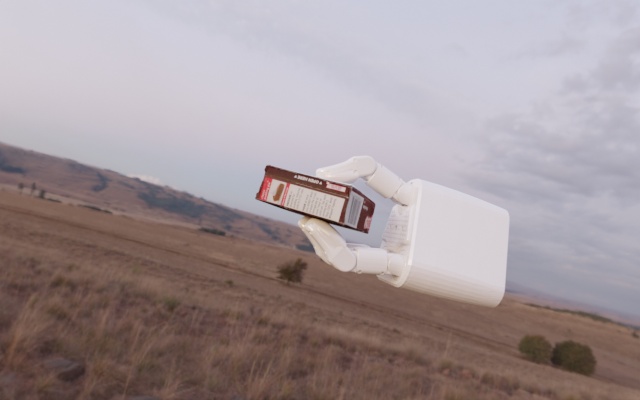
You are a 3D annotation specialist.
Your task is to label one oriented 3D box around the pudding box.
[{"bbox_3d":[0.000,0.001,0.477,0.090,0.039,0.113,15,-5,18],"label":"pudding box"}]
